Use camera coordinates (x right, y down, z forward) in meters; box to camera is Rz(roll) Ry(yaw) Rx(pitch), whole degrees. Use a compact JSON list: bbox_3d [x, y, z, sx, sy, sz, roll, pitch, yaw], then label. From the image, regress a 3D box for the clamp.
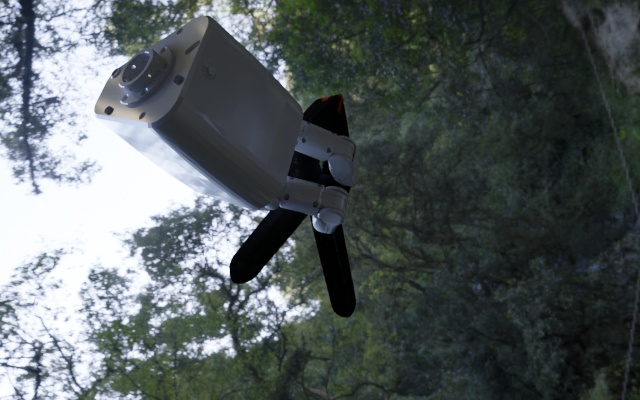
[{"bbox_3d":[-0.001,0.001,0.445,0.036,0.210,0.165,-4,-30,33],"label":"clamp"}]
